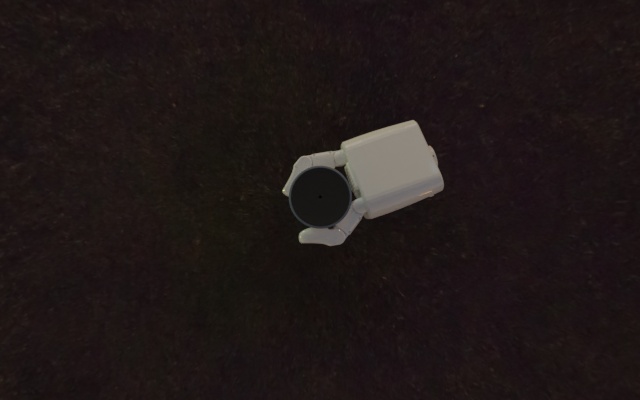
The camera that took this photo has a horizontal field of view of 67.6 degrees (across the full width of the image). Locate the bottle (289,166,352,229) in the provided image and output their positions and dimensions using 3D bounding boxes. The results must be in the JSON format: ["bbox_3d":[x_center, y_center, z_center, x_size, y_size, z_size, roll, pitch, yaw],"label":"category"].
[{"bbox_3d":[0.000,0.002,0.646,0.069,0.069,0.296,0,-2,0],"label":"bottle"}]
